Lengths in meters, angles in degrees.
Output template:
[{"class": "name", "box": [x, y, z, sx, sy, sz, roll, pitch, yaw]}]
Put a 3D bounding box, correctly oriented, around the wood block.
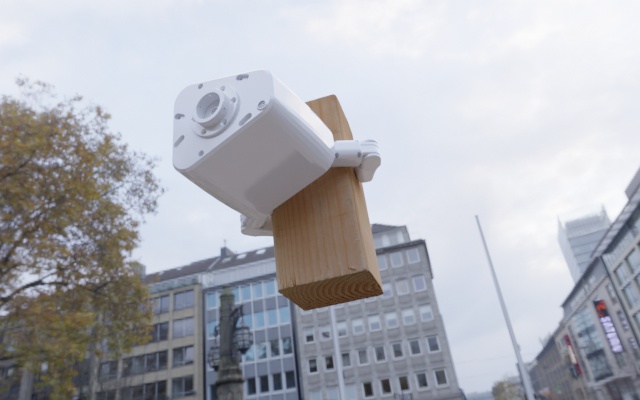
[{"class": "wood block", "box": [0.000, 0.001, 0.517, 0.091, 0.206, 0.090, -14, -28, 11]}]
